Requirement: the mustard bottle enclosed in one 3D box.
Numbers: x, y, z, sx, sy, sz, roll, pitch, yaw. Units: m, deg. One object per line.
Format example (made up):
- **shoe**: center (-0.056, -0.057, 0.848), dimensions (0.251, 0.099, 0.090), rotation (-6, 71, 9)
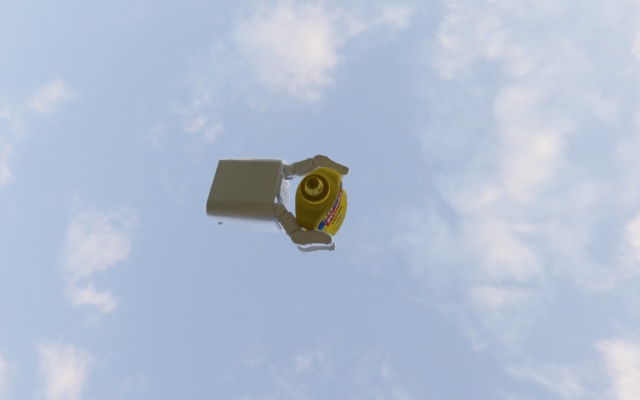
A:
- **mustard bottle**: center (0.000, 0.002, 0.716), dimensions (0.058, 0.096, 0.192), rotation (26, -11, 14)
